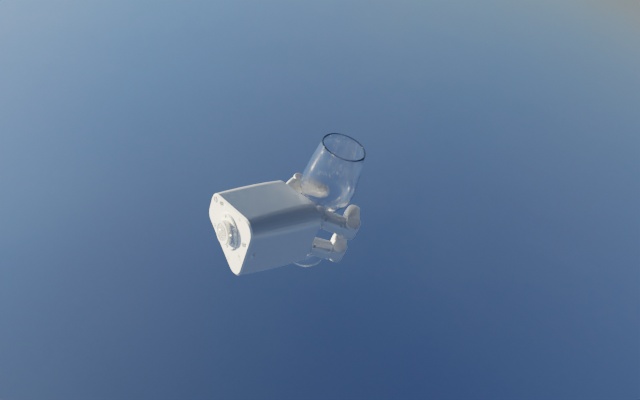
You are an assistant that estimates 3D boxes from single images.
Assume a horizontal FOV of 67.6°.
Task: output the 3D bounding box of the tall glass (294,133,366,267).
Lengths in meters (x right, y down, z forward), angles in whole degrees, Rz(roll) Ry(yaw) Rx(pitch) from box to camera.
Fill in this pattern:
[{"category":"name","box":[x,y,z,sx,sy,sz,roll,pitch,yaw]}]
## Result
[{"category":"tall glass","box":[0.000,0.003,0.690,0.079,0.201,0.079,15,38,-12]}]
